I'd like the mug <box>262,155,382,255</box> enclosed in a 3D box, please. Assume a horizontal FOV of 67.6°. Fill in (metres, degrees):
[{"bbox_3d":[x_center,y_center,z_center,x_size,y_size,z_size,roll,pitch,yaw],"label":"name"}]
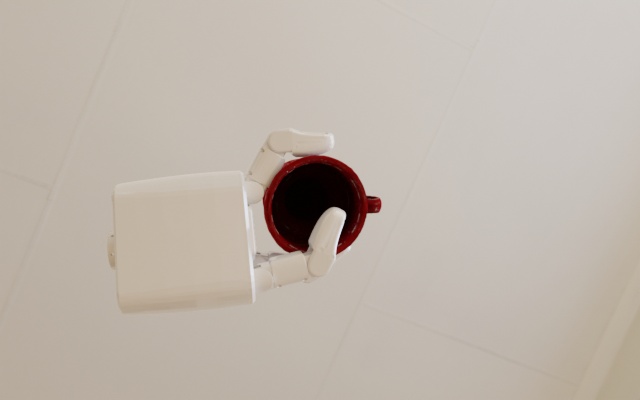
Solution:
[{"bbox_3d":[0.001,0.001,0.459,0.117,0.093,0.081,-2,8,-12],"label":"mug"}]
